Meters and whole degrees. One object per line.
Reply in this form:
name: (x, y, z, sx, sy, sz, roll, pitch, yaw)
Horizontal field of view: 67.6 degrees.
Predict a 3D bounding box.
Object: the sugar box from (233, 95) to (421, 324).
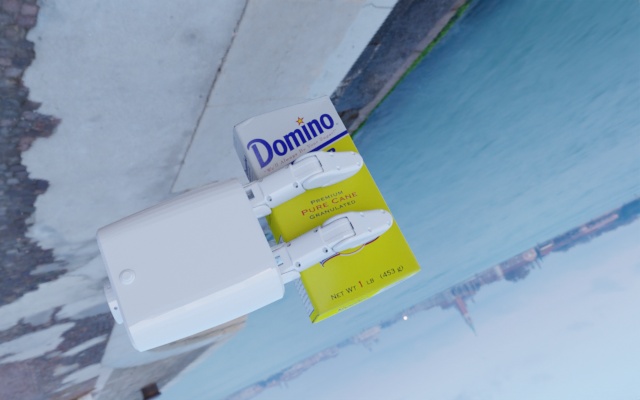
sugar box: (0.000, 0.001, 0.402, 0.093, 0.176, 0.048, -21, -16, -17)
